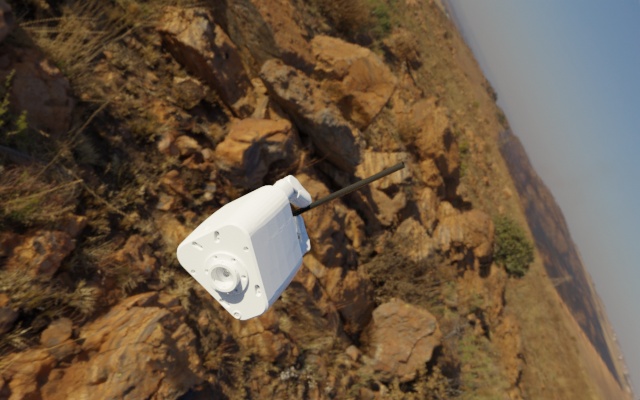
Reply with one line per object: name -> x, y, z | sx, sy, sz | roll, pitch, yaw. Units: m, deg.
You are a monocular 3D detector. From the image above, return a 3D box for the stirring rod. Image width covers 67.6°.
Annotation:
stirring rod -> 0.000, 0.002, 0.625 | 0.239, 0.011, 0.011 | -24, -10, 24
